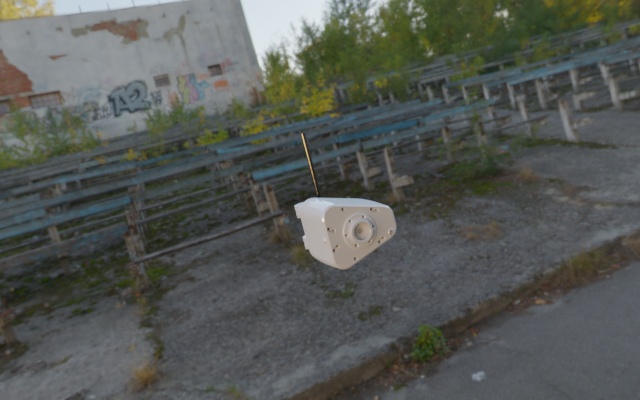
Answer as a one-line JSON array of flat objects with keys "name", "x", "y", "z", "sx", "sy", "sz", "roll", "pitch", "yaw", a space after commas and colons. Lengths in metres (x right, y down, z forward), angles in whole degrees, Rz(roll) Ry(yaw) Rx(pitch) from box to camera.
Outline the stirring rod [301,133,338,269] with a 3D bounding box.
[{"name": "stirring rod", "x": 0.000, "y": 0.003, "z": 0.820, "sx": 0.011, "sy": 0.239, "sz": 0.011, "roll": -14, "pitch": 8, "yaw": 2}]
